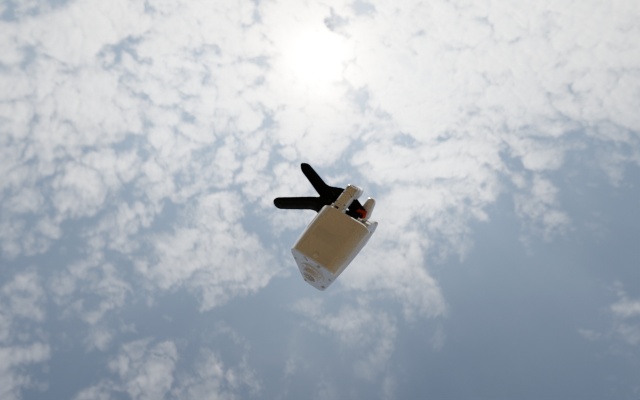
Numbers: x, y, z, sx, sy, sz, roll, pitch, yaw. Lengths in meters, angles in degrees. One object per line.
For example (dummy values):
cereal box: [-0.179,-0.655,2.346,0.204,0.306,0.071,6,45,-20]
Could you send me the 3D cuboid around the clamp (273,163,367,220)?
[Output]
clamp: [0.000,0.003,0.897,0.171,0.120,0.039,30,-29,19]
